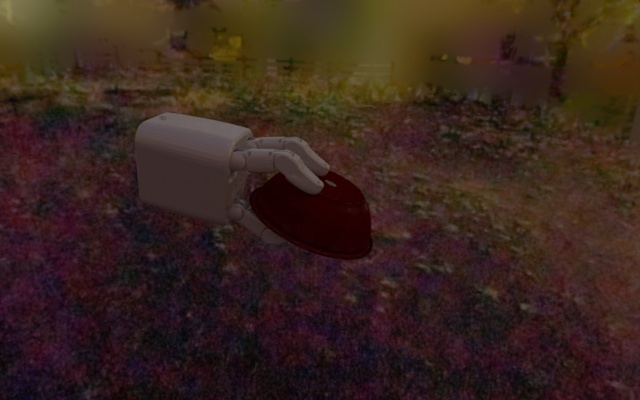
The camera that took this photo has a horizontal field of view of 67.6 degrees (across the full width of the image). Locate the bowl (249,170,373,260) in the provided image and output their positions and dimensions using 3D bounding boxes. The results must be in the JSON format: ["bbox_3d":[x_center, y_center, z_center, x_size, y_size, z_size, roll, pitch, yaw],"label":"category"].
[{"bbox_3d":[0.001,0.002,0.572,0.162,0.055,0.162,22,21,-9],"label":"bowl"}]
